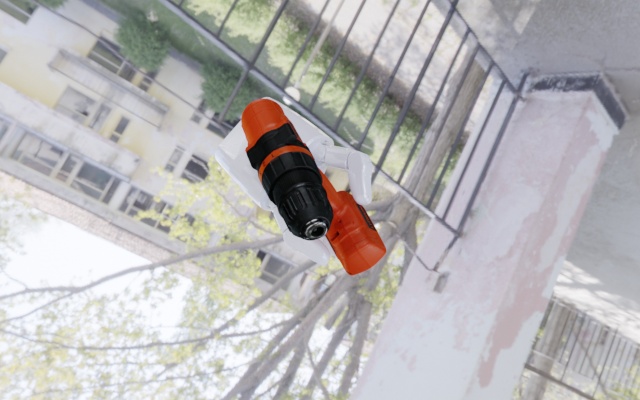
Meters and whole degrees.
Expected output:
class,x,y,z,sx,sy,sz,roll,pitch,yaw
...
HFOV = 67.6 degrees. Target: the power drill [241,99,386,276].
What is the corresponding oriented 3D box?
class,x,y,z,sx,sy,sz,roll,pitch,yaw
power drill,0.000,0.002,0.481,0.057,0.184,0.188,-33,-44,8
